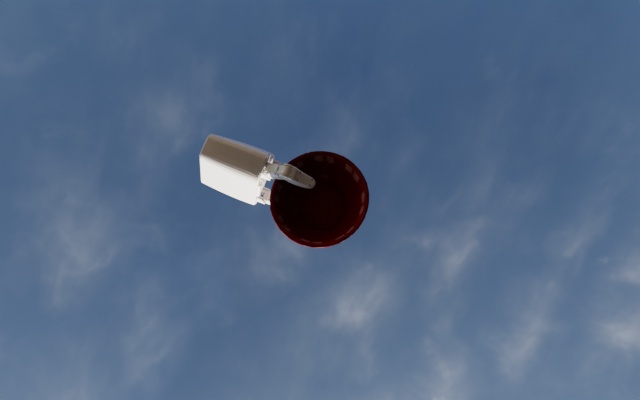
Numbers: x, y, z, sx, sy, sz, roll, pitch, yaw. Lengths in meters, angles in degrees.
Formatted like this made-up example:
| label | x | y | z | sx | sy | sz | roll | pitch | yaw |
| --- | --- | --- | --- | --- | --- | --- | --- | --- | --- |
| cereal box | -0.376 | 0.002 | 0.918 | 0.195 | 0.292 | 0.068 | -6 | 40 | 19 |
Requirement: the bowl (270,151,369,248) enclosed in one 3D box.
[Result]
| label | x | y | z | sx | sy | sz | roll | pitch | yaw |
| --- | --- | --- | --- | --- | --- | --- | --- | --- | --- |
| bowl | 0.001 | 0.003 | 0.791 | 0.162 | 0.162 | 0.055 | 0 | -15 | 6 |
